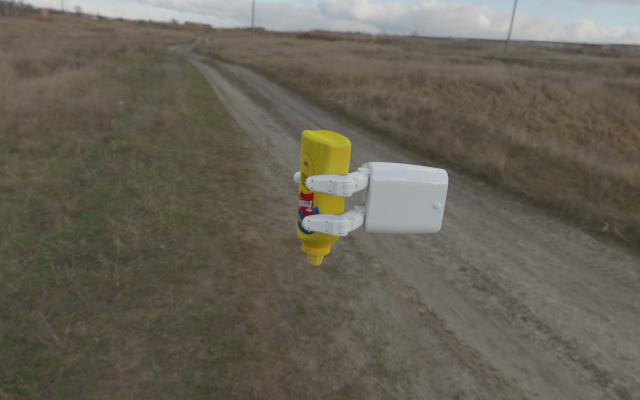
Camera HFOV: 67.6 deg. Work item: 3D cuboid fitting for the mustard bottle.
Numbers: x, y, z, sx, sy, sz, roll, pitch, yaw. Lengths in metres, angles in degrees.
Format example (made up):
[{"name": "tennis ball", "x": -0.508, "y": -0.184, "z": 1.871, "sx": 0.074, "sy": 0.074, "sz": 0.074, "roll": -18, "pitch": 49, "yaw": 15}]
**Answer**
[{"name": "mustard bottle", "x": 0.000, "y": 0.002, "z": 0.675, "sx": 0.058, "sy": 0.192, "sz": 0.096, "roll": -5, "pitch": 21, "yaw": -25}]
